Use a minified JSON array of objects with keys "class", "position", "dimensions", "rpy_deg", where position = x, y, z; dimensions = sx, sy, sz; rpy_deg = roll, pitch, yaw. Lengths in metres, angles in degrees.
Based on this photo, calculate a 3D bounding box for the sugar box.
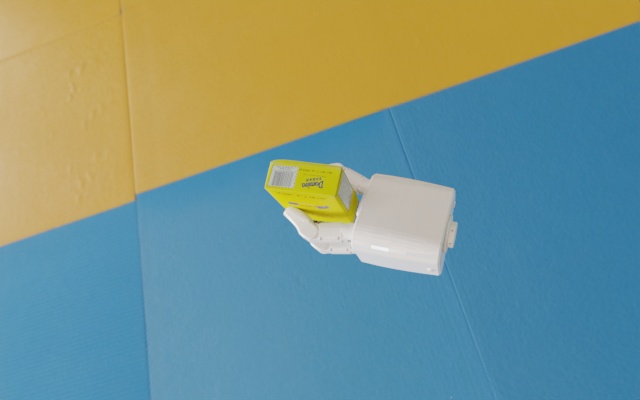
[{"class":"sugar box","position":[0.000,0.003,0.641],"dimensions":[0.093,0.048,0.176],"rpy_deg":[8,-19,18]}]
